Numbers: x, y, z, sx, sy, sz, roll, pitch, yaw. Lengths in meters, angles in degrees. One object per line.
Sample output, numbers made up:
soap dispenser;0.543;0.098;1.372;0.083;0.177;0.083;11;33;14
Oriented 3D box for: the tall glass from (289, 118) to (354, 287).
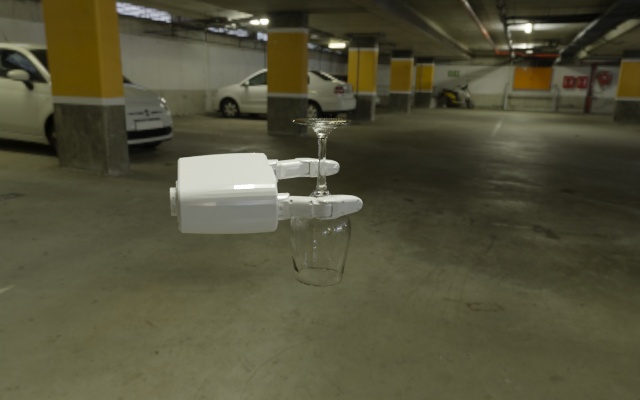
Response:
tall glass;0.000;0.001;0.591;0.079;0.201;0.079;1;14;0
